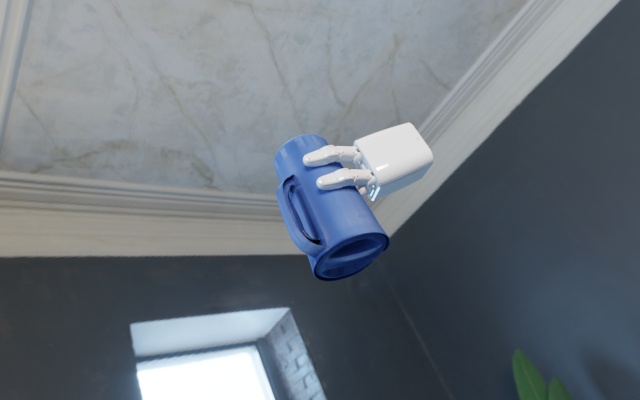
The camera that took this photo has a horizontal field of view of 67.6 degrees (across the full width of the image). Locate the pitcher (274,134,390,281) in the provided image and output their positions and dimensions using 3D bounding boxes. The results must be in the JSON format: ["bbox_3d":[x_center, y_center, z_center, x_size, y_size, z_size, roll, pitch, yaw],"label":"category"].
[{"bbox_3d":[0.000,0.003,0.806,0.145,0.242,0.149,-22,-32,-7],"label":"pitcher"}]
